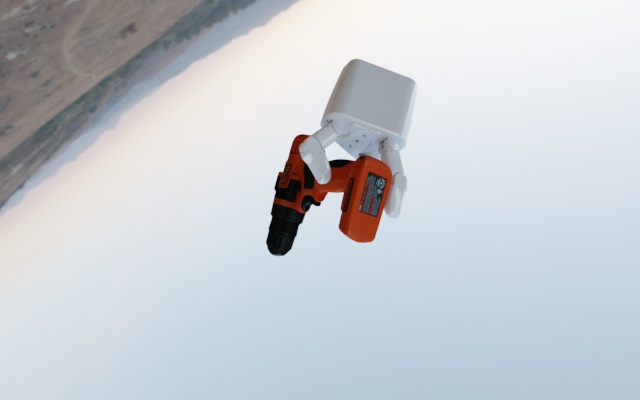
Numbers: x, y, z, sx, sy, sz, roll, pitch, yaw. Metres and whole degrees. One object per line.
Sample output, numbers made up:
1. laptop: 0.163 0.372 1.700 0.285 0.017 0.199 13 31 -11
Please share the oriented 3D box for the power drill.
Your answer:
1. power drill: 0.000 0.002 0.649 0.057 0.184 0.187 15 -1 -40
